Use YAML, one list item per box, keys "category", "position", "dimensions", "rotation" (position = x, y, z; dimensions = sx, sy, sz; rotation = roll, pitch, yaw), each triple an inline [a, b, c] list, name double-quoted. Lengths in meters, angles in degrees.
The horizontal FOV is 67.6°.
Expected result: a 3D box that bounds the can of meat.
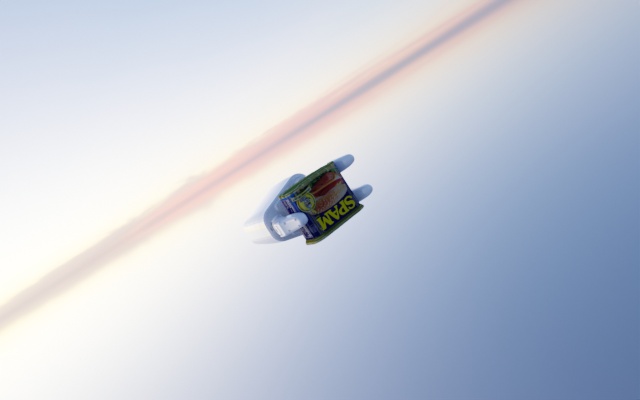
- category: "can of meat"
  position: [0.000, 0.002, 0.702]
  dimensions: [0.102, 0.084, 0.057]
  rotation: [-36, 9, -25]
